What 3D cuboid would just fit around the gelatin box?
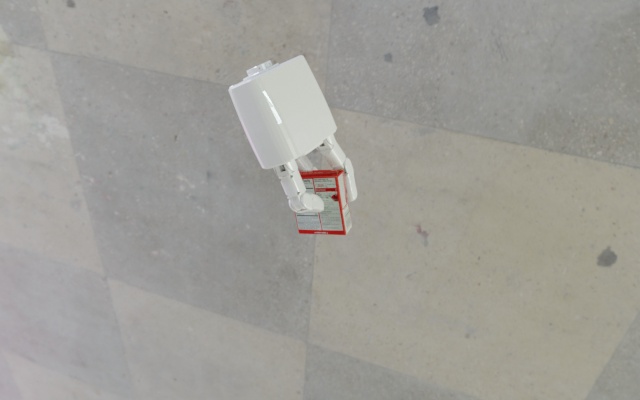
[{"bbox_3d":[0.000,0.003,0.655,0.073,0.089,0.030,0,22,24],"label":"gelatin box"}]
